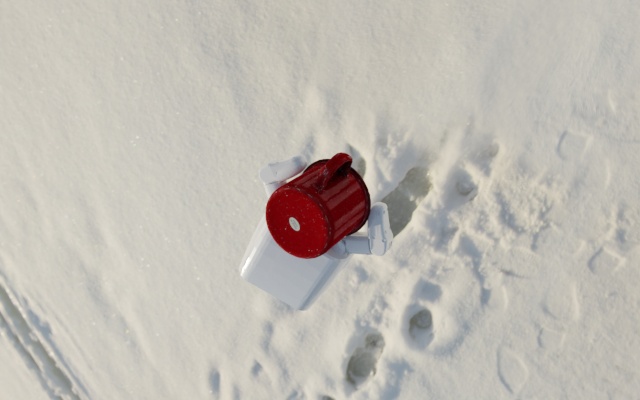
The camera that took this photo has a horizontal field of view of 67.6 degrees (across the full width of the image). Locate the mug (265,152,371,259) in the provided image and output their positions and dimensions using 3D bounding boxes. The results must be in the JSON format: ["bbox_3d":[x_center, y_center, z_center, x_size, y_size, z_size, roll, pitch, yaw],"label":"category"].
[{"bbox_3d":[0.001,0.001,0.501,0.093,0.117,0.081,37,34,13],"label":"mug"}]
